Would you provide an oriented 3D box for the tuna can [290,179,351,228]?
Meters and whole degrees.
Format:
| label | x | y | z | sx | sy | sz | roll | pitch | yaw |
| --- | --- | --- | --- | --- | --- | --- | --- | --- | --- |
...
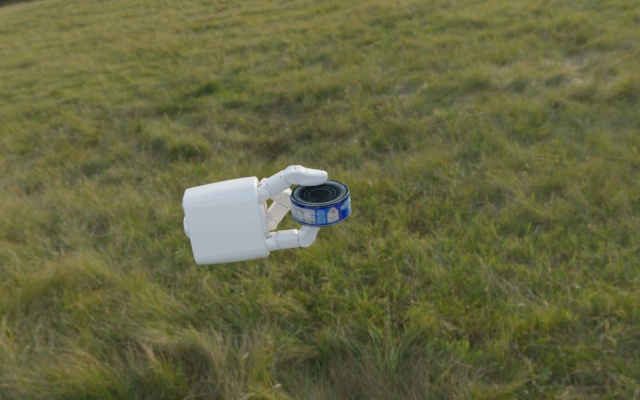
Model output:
| label | x | y | z | sx | sy | sz | roll | pitch | yaw |
| --- | --- | --- | --- | --- | --- | --- | --- | --- | --- |
| tuna can | 0.000 | 0.002 | 0.675 | 0.086 | 0.034 | 0.086 | -4 | 28 | 2 |
